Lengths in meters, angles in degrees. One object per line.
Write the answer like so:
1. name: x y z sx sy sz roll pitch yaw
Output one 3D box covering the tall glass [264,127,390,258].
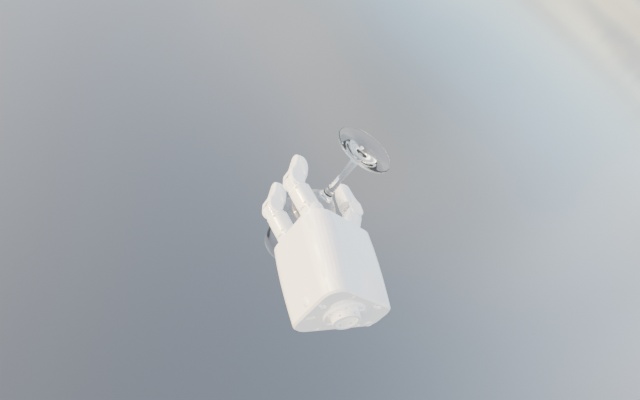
1. tall glass: 0.000 0.001 0.618 0.079 0.079 0.201 0 -38 -42
